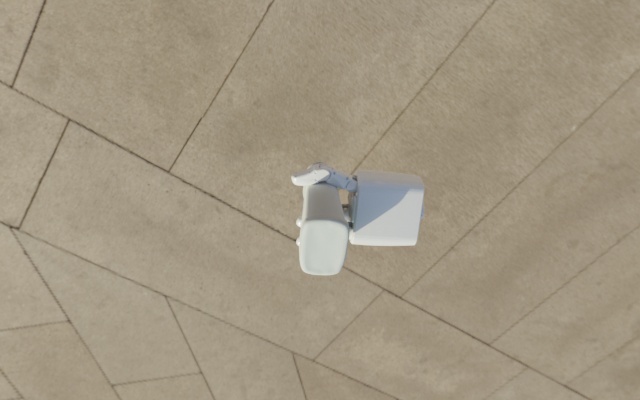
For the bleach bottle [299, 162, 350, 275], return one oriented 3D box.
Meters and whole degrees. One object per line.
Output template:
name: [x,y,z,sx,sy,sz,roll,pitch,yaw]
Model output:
bleach bottle: [0.000,0.003,0.763,0.068,0.103,0.250,4,32,-4]
